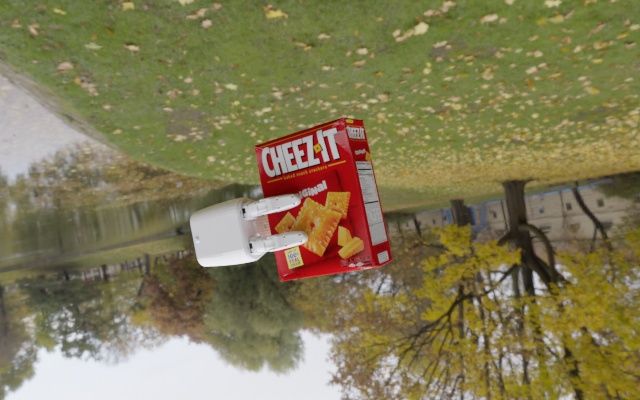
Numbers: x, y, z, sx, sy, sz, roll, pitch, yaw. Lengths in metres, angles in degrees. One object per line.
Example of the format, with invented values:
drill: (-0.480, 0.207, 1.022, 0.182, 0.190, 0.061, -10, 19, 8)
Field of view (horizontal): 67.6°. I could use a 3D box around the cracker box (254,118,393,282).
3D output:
cracker box: (0.000, 0.002, 0.709, 0.164, 0.213, 0.072, -13, -2, 30)
